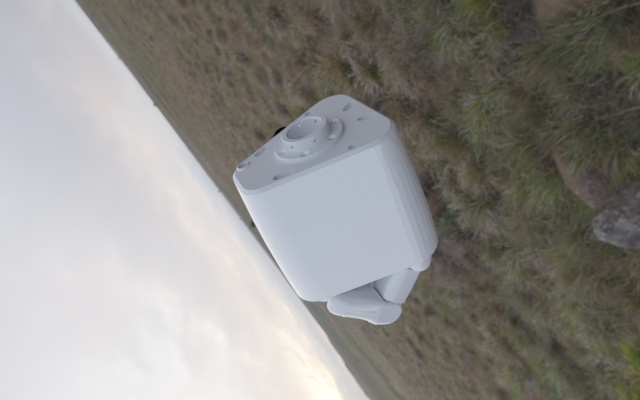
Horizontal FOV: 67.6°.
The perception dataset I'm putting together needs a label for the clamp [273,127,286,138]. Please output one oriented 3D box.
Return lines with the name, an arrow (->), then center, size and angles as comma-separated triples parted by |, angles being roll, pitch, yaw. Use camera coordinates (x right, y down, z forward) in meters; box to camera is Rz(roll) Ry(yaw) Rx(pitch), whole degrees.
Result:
clamp -> 0.000, 0.002, 0.459 | 0.039, 0.120, 0.171 | -31, 35, -13
